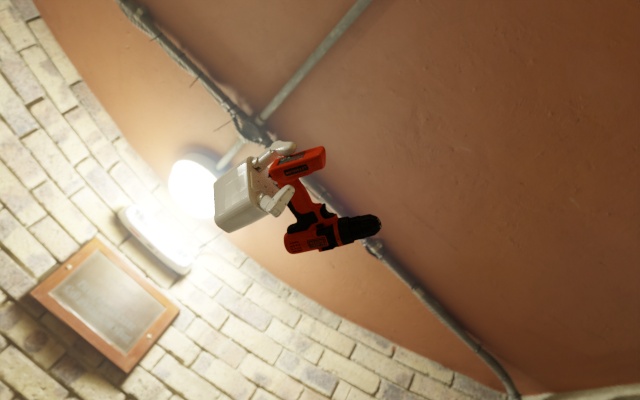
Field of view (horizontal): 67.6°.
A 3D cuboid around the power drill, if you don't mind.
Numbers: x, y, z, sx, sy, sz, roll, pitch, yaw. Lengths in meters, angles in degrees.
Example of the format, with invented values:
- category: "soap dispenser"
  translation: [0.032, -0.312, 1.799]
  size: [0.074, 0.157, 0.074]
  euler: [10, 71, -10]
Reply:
- category: "power drill"
  translation: [0.000, 0.002, 0.849]
  size: [0.184, 0.188, 0.057]
  euler: [-14, 22, 12]
